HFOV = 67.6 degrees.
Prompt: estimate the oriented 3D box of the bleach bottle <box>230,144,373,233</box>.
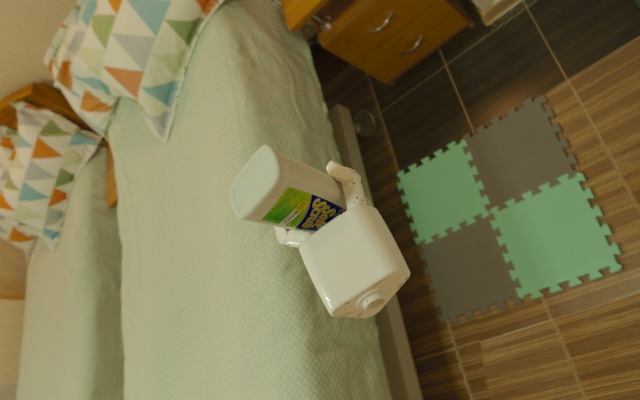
[{"bbox_3d":[0.000,0.002,0.684,0.251,0.068,0.102,16,-53,-43],"label":"bleach bottle"}]
